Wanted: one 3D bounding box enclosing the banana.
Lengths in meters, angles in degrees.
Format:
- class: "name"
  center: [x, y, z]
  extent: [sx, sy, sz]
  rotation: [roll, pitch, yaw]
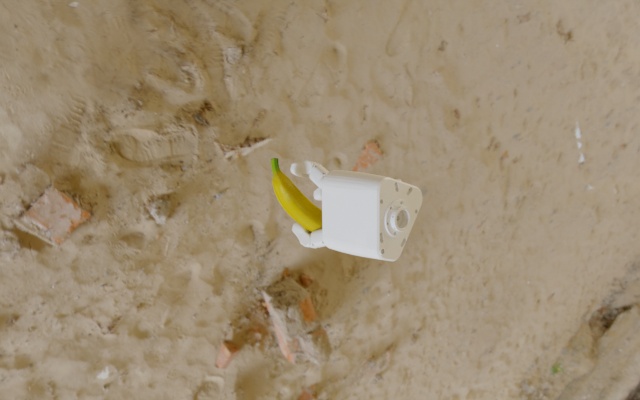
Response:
- class: "banana"
  center: [-0.008, 0.016, 0.732]
  extent: [0.037, 0.069, 0.198]
  rotation: [-12, -43, 44]
